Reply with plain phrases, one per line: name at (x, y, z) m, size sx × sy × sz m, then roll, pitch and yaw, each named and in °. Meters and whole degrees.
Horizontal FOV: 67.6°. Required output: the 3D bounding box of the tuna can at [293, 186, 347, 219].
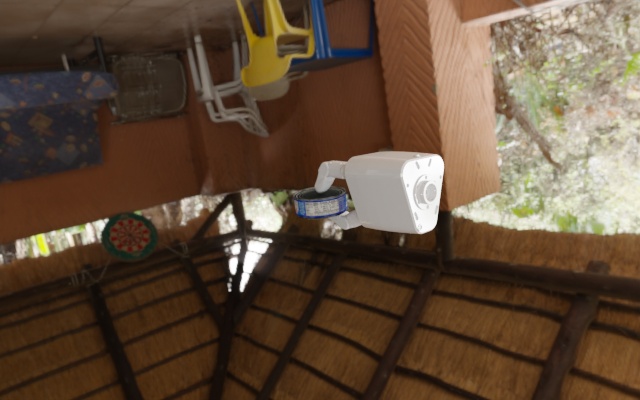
tuna can at (0.000, 0.003, 0.770) m, size 0.086 × 0.034 × 0.086 m, roll -6°, pitch 14°, yaw 1°
